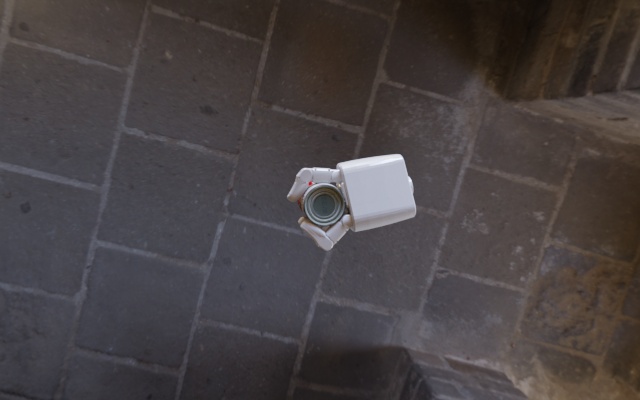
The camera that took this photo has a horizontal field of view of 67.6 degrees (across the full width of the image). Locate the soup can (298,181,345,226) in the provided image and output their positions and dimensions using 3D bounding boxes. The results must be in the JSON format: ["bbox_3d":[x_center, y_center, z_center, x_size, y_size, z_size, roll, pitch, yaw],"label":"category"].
[{"bbox_3d":[0.000,0.003,0.794,0.068,0.068,0.102,0,7,-8],"label":"soup can"}]
